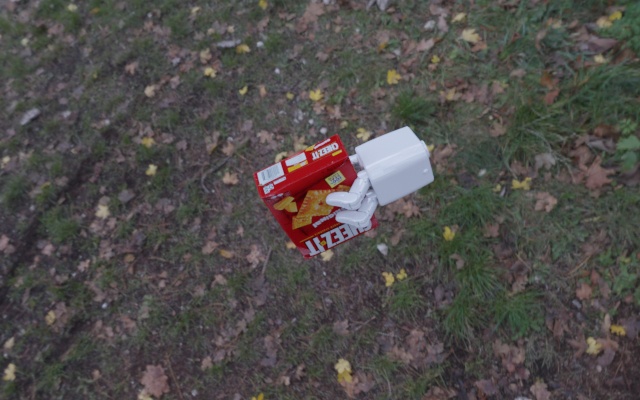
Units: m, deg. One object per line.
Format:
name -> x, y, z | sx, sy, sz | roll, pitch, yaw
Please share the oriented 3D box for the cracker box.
cracker box -> 0.000, 0.003, 0.871 | 0.164, 0.072, 0.214 | -25, -42, 4
